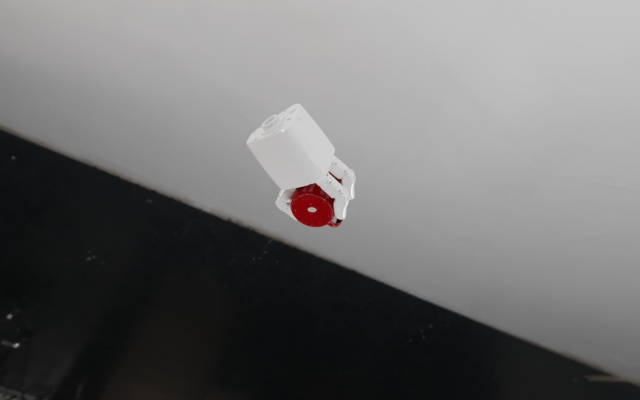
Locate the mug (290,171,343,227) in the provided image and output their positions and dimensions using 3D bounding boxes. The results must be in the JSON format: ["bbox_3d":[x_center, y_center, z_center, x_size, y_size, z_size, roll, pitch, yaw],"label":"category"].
[{"bbox_3d":[0.001,0.004,0.876,0.093,0.117,0.081,-24,29,31],"label":"mug"}]
